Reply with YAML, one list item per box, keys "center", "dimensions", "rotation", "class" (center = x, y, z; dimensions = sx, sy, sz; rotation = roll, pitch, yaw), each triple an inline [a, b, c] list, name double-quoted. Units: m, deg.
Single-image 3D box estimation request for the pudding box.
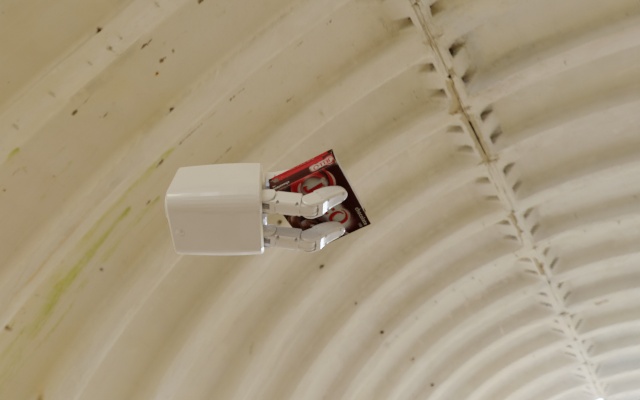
- center: [0.000, 0.002, 0.599]
  dimensions: [0.090, 0.114, 0.039]
  rotation: [-25, 40, 10]
  class: "pudding box"
